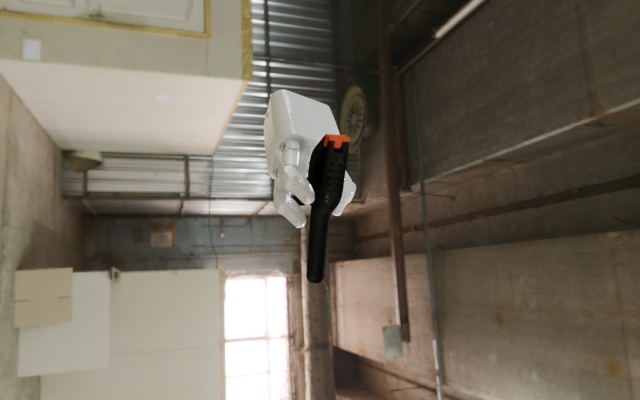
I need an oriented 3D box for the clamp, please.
[{"bbox_3d":[0.001,0.002,0.654,0.036,0.164,0.210,0,-38,-18],"label":"clamp"}]
